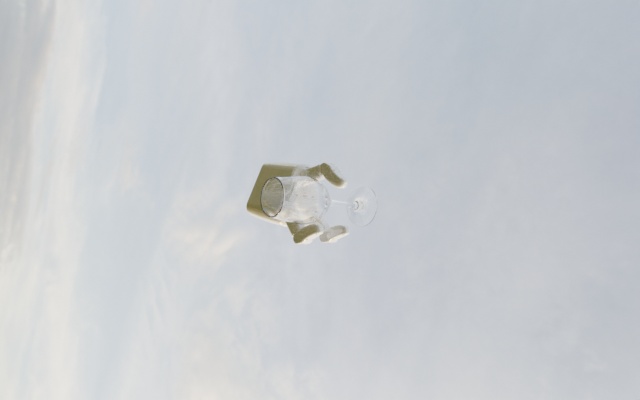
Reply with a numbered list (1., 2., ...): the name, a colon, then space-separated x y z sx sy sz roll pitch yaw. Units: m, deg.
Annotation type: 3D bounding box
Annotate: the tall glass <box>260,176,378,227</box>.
1. tall glass: 0.001 0.003 0.790 0.201 0.079 0.079 6 -4 -42
